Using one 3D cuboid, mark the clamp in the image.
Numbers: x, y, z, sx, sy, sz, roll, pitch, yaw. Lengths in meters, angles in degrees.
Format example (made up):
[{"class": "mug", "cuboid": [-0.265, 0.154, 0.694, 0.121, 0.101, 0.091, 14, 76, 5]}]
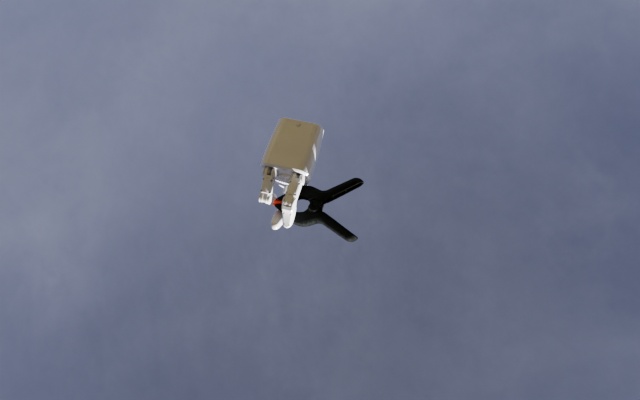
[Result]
[{"class": "clamp", "cuboid": [0.000, 0.003, 0.893, 0.171, 0.120, 0.039, 13, -20, 12]}]
